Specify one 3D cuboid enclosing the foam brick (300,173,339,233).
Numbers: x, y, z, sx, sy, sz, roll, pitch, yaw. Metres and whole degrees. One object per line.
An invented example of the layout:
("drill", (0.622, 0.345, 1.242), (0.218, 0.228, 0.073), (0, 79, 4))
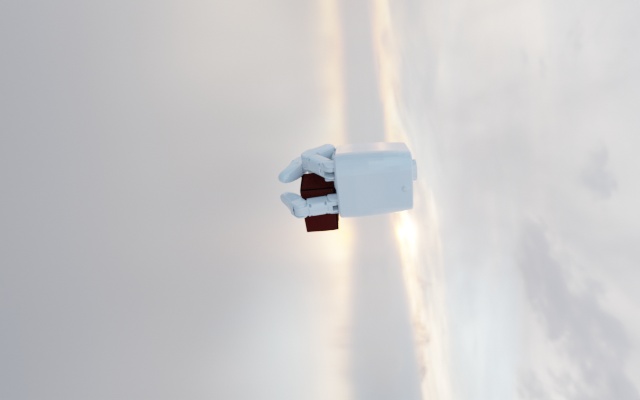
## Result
("foam brick", (0.000, 0.003, 0.727), (0.051, 0.078, 0.053), (-5, 32, 5))
